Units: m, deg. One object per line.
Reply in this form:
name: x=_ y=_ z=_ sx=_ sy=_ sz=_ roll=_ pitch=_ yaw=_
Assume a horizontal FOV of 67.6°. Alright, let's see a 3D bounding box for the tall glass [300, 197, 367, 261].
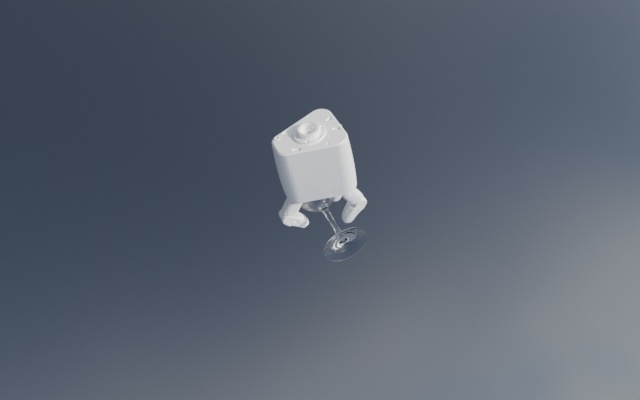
tall glass: x=0.000 y=0.003 z=0.799 sx=0.079 sy=0.079 sz=0.201 roll=0 pitch=41 yaw=-32
